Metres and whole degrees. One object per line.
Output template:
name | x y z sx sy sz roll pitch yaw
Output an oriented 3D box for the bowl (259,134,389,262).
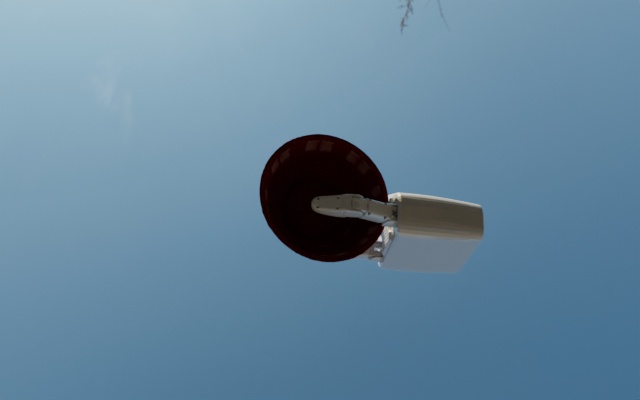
bowl | -0.001 0.002 0.592 0.162 0.162 0.055 0 -18 -17
